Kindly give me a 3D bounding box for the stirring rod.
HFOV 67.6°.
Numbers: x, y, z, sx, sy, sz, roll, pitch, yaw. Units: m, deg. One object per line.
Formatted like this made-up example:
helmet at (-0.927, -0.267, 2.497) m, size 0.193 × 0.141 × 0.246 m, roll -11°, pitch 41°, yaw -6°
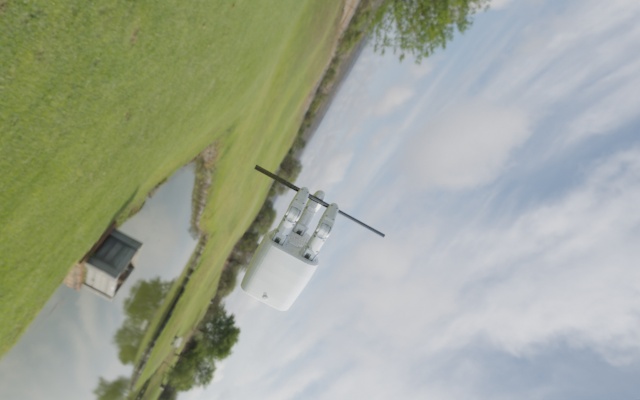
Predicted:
stirring rod at (0.000, 0.003, 0.782) m, size 0.239 × 0.011 × 0.011 m, roll 29°, pitch -3°, yaw -5°
